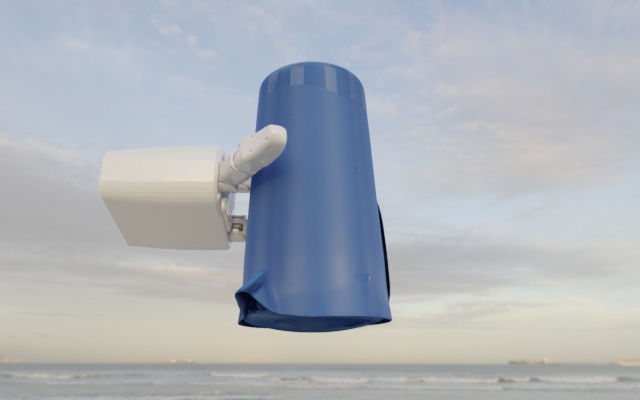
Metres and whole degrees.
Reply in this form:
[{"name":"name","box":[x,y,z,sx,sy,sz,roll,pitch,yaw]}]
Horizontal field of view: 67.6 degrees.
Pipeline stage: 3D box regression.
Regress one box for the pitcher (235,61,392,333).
[{"name":"pitcher","box":[0.000,0.001,0.458,0.145,0.242,0.149,0,-19,-1]}]
